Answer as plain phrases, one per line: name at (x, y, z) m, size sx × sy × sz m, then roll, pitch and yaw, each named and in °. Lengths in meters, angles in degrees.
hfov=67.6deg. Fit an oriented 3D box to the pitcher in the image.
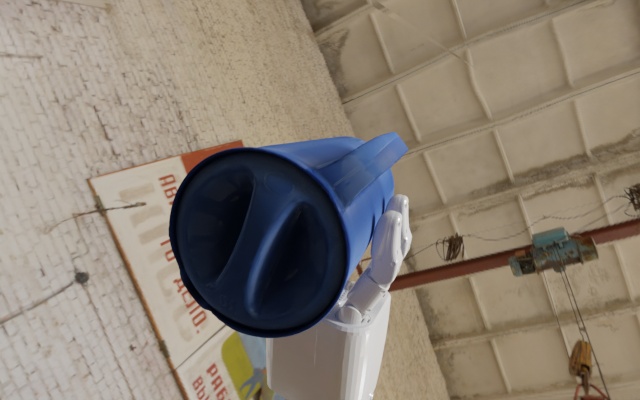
pitcher at (0.000, 0.002, 0.419) m, size 0.149 × 0.145 × 0.242 m, roll 10°, pitch 16°, yaw 17°
